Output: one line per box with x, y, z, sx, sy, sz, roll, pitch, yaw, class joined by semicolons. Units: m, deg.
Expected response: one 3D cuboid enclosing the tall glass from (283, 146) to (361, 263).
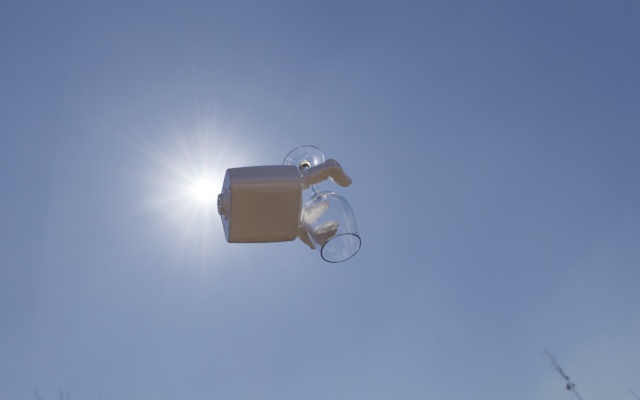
0.000;0.002;0.747;0.079;0.079;0.201;0;42;-24;tall glass
